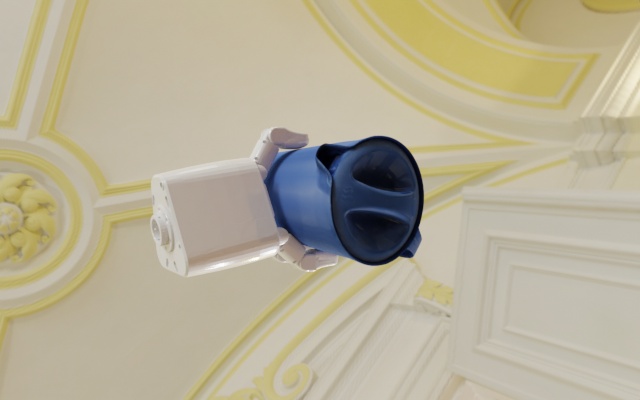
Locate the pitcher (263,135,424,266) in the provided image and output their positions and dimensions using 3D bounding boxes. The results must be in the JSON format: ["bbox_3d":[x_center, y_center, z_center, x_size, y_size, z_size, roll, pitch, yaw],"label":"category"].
[{"bbox_3d":[0.000,0.002,0.582,0.145,0.149,0.243,-13,11,-35],"label":"pitcher"}]
